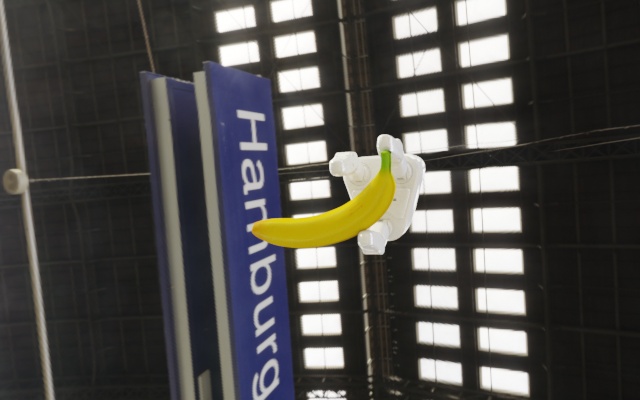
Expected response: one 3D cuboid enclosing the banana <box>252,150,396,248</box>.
[{"bbox_3d":[0.012,0.017,0.554,0.198,0.069,0.037,-29,-2,21],"label":"banana"}]
